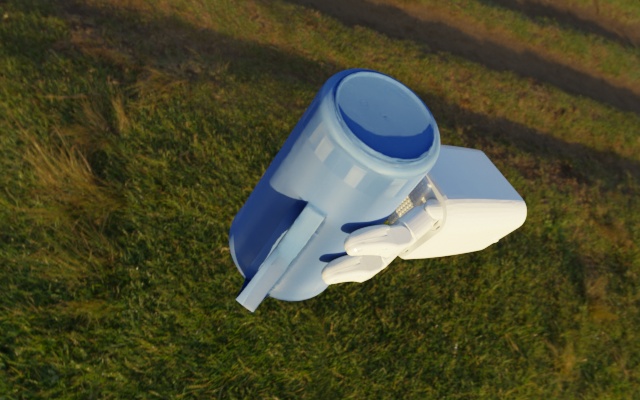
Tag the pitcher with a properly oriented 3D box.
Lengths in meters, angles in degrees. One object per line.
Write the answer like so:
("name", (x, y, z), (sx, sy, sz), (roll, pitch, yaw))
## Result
("pitcher", (0.000, 0.001, 0.455), (0.145, 0.149, 0.243), (-1, -30, -27))
